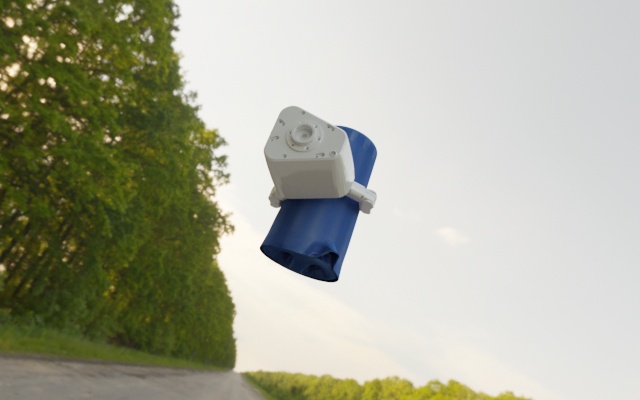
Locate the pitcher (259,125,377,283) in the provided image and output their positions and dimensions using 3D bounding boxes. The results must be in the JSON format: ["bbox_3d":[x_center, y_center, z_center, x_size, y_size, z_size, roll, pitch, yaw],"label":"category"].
[{"bbox_3d":[0.000,0.003,0.791,0.149,0.242,0.145,17,-22,15],"label":"pitcher"}]
